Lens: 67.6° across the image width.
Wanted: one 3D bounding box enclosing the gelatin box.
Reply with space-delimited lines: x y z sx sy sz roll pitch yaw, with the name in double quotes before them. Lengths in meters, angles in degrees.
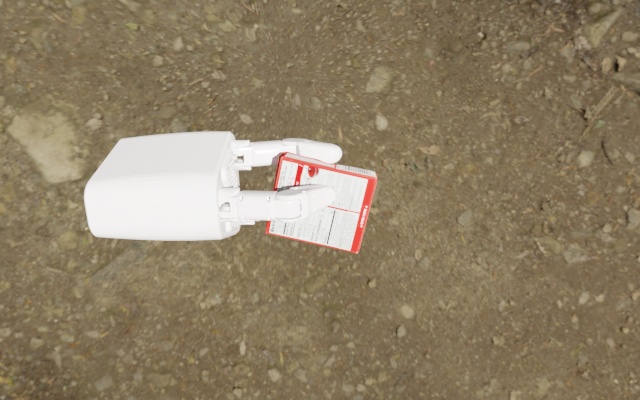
"gelatin box" 0.000 0.002 0.433 0.089 0.073 0.030 13 16 1
